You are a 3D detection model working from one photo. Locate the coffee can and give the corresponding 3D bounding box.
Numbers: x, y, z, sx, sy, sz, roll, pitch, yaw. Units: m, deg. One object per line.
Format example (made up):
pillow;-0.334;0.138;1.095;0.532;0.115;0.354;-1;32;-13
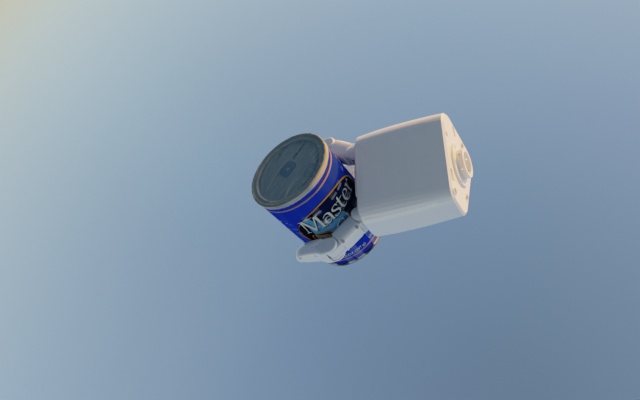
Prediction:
coffee can;0.000;0.002;0.580;0.103;0.102;0.140;0;-33;40
